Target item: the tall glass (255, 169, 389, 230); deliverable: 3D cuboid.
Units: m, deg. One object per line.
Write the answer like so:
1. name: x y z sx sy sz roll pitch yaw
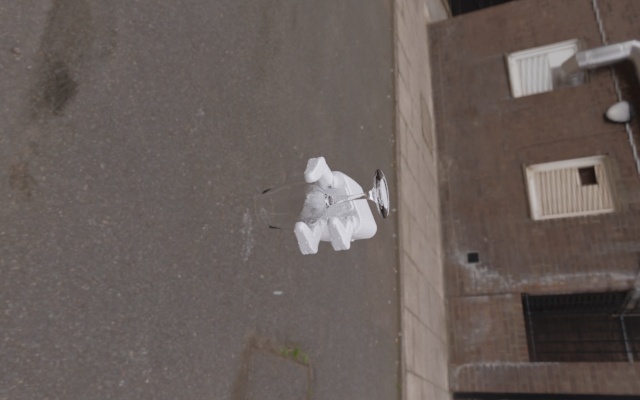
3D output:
1. tall glass: 0.001 0.002 0.744 0.201 0.079 0.079 -8 -3 21
